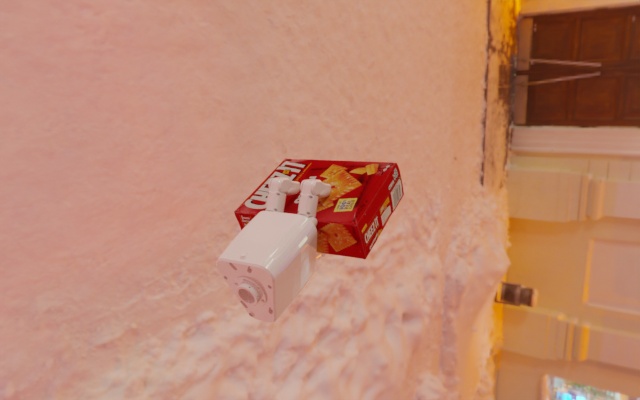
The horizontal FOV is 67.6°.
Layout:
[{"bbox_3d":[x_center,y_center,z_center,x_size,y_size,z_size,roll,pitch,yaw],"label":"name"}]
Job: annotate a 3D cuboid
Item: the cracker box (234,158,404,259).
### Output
[{"bbox_3d":[0.000,0.003,0.743,0.213,0.072,0.164,5,38,30],"label":"cracker box"}]
